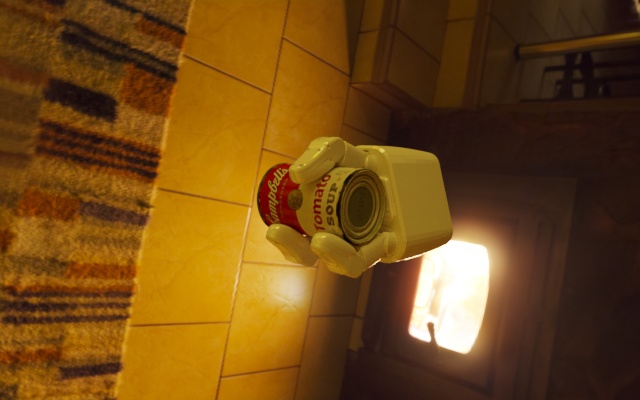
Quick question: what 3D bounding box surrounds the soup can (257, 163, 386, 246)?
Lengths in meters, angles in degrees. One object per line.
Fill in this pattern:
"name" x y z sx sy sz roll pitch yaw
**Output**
"soup can" 0.000 0.001 0.438 0.102 0.068 0.068 7 5 42
